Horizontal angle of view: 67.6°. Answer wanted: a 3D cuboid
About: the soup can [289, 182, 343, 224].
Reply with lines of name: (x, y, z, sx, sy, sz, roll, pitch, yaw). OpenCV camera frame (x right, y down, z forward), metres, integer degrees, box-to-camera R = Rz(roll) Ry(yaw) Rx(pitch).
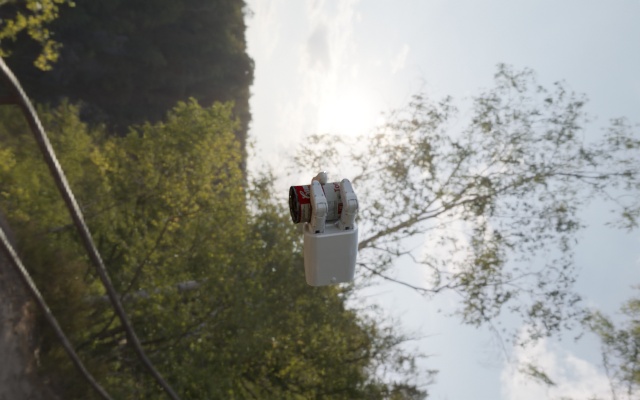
soup can: (0.000, 0.002, 0.849, 0.102, 0.068, 0.068, -6, 1, -15)
